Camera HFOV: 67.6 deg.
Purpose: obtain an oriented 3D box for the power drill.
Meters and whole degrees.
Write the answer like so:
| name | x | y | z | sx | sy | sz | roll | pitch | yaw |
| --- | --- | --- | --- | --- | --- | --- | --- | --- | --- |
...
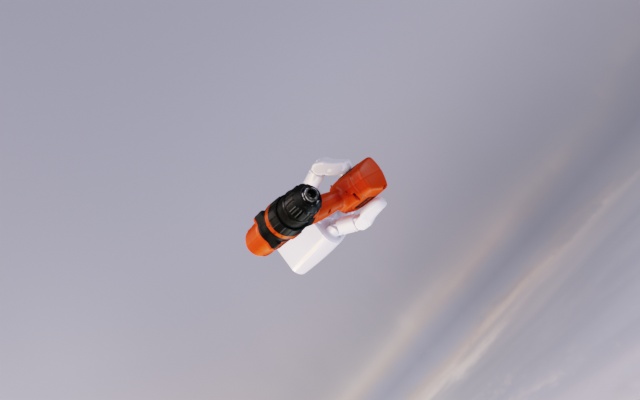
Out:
| name | x | y | z | sx | sy | sz | roll | pitch | yaw |
| --- | --- | --- | --- | --- | --- | --- | --- | --- | --- |
| power drill | 0.000 | 0.002 | 0.644 | 0.187 | 0.057 | 0.184 | -24 | -8 | -34 |
